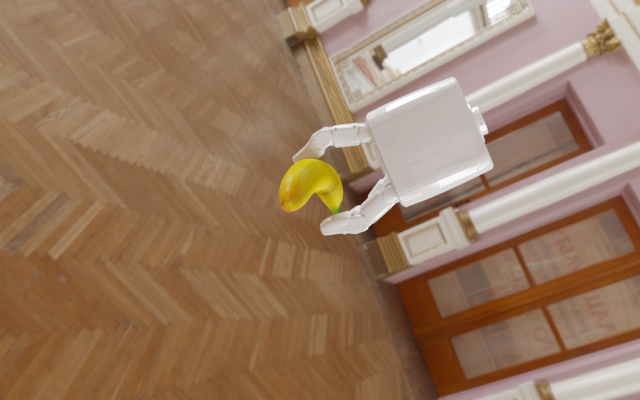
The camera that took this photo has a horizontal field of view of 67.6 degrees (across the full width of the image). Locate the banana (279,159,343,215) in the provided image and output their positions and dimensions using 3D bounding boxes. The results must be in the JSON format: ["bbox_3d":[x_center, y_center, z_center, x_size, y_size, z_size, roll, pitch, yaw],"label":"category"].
[{"bbox_3d":[-0.005,-0.015,0.546,0.037,0.069,0.198,-21,-12,16],"label":"banana"}]
